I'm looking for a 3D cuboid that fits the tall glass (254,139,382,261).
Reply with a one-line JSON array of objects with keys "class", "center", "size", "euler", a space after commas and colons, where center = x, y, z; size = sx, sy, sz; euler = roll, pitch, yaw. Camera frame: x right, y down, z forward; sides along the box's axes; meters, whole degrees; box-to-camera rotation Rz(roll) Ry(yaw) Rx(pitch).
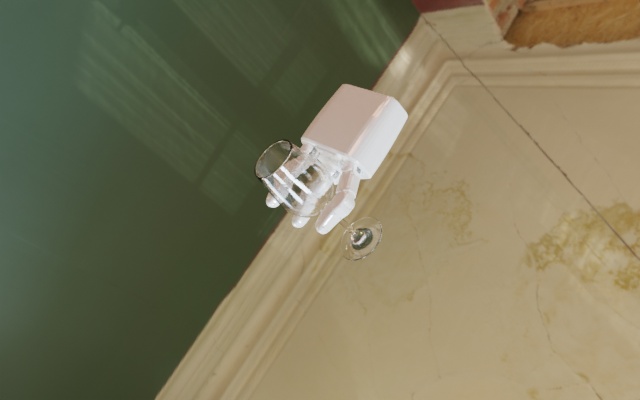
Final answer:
[{"class": "tall glass", "center": [0.000, 0.003, 0.652], "size": [0.079, 0.079, 0.201], "euler": [0, -33, 46]}]
